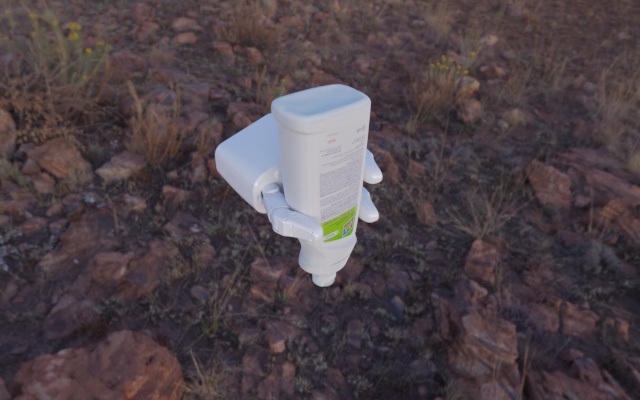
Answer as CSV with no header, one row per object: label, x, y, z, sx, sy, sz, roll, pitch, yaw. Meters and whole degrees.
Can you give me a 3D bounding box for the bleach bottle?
bleach bottle,0.000,0.002,0.547,0.102,0.251,0.068,-22,41,-31
